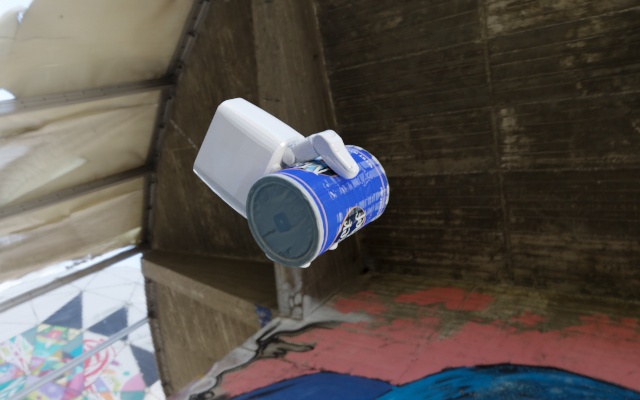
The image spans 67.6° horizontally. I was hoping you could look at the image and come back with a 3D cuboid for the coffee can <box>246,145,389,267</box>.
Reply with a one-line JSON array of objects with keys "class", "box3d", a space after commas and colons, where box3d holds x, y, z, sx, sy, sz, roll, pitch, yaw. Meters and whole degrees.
[{"class": "coffee can", "box3d": [0.000, 0.002, 0.549, 0.103, 0.103, 0.140, 0, 18, 39]}]
